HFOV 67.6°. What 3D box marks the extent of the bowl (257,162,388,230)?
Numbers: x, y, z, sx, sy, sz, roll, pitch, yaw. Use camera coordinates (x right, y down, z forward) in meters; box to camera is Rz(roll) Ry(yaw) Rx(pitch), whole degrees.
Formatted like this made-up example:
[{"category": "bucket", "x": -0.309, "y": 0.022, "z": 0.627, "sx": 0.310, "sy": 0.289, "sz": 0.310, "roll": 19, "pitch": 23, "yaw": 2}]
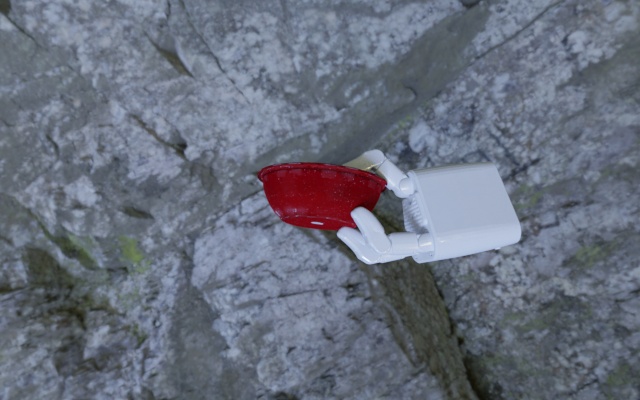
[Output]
[{"category": "bowl", "x": -0.001, "y": 0.002, "z": 0.584, "sx": 0.162, "sy": 0.055, "sz": 0.162, "roll": 5, "pitch": -12, "yaw": 1}]
